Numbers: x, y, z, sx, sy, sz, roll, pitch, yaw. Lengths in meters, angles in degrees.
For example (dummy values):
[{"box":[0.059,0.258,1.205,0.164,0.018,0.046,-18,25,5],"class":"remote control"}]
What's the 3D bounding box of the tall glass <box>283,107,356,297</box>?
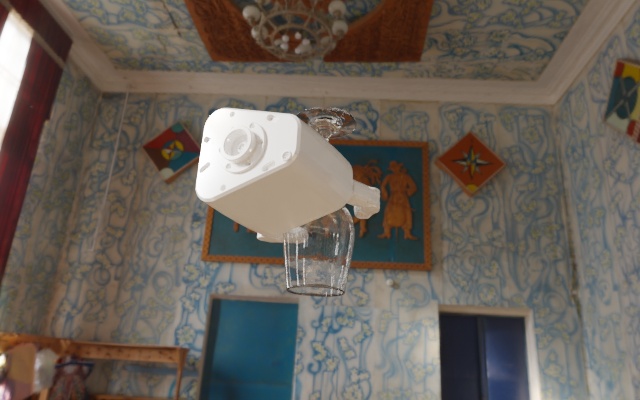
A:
[{"box":[0.000,0.001,0.531,0.079,0.201,0.079,3,-19,1],"class":"tall glass"}]
